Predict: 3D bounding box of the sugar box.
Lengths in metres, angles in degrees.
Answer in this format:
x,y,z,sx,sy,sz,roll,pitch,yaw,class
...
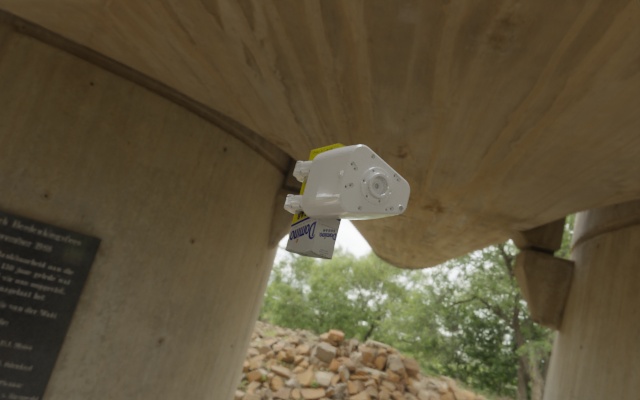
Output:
x,y,z,sx,sy,sz,roll,pitch,yaw,class
0.000,0.002,0.762,0.048,0.176,0.093,22,-14,-27,sugar box
